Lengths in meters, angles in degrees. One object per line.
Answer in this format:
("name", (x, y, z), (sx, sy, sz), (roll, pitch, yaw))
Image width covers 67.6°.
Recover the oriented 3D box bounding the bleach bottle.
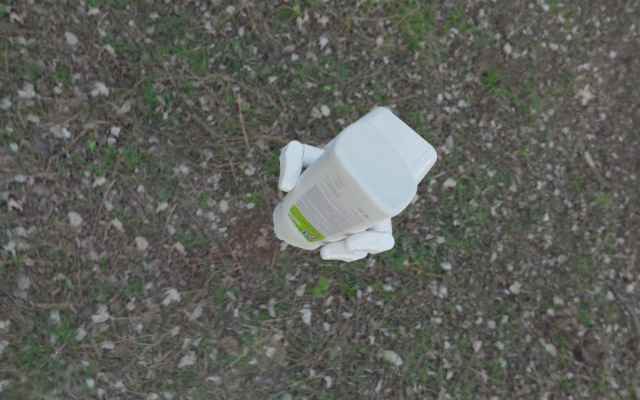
("bleach bottle", (0.000, 0.002, 0.572), (0.068, 0.102, 0.251), (-42, 7, -32))
